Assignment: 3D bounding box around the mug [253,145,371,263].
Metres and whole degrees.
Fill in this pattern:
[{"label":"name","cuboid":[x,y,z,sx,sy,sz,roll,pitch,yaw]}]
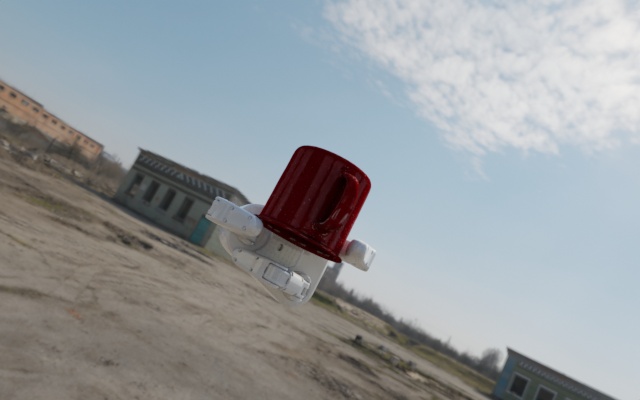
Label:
[{"label":"mug","cuboid":[0.001,0.001,0.437,0.093,0.081,0.117,31,-12,-17]}]
